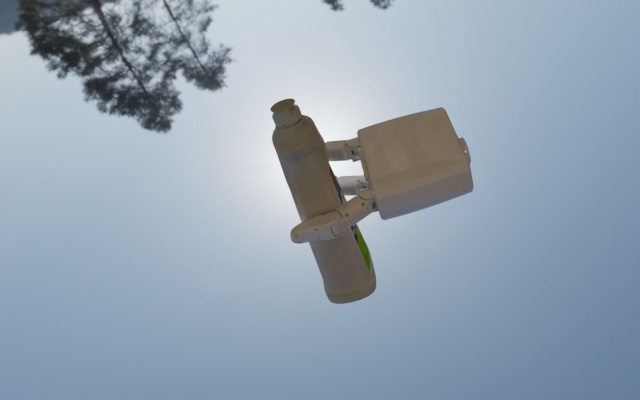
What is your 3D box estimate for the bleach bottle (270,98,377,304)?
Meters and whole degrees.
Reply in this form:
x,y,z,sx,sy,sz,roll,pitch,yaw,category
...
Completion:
x,y,z,sx,sy,sz,roll,pitch,yaw,category
0.000,0.002,0.559,0.068,0.251,0.102,-17,35,8,bleach bottle
